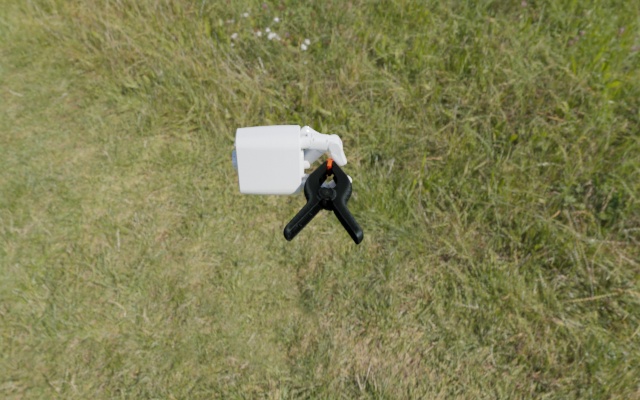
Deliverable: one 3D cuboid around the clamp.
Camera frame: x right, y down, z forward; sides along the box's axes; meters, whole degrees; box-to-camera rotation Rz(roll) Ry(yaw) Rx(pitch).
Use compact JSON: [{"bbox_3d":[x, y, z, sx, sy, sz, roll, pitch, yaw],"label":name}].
[{"bbox_3d":[0.000,0.002,0.762,0.120,0.171,0.039,0,-44,-5],"label":"clamp"}]
